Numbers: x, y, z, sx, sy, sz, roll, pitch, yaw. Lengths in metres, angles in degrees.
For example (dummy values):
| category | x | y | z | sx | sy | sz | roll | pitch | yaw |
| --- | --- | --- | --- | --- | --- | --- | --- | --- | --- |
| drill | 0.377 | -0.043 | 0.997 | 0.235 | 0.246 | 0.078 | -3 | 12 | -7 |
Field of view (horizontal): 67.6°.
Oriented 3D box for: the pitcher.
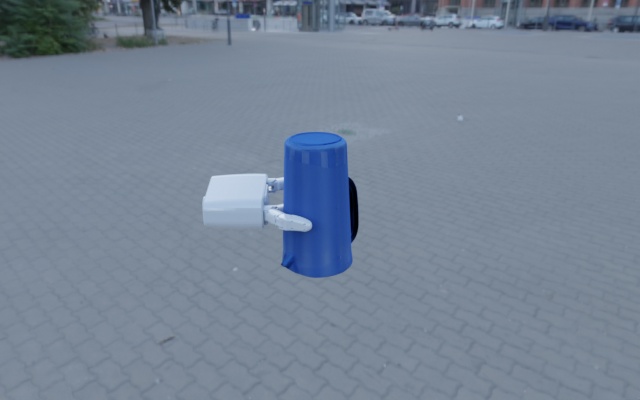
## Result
| category | x | y | z | sx | sy | sz | roll | pitch | yaw |
| --- | --- | --- | --- | --- | --- | --- | --- | --- | --- |
| pitcher | 0.000 | 0.003 | 0.865 | 0.145 | 0.243 | 0.149 | 1 | 21 | 2 |
